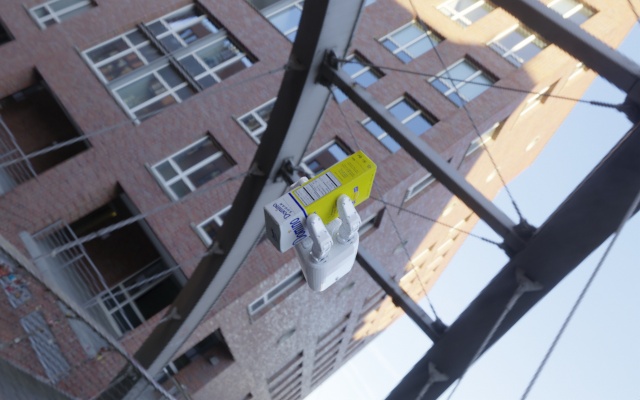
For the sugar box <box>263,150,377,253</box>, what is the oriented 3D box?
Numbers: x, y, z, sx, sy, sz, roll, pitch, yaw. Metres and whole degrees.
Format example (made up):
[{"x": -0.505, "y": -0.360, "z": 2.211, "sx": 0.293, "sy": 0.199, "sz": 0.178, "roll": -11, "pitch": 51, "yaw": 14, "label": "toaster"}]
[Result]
[{"x": 0.001, "y": 0.003, "z": 0.716, "sx": 0.176, "sy": 0.048, "sz": 0.093, "roll": -34, "pitch": -24, "yaw": -21, "label": "sugar box"}]
